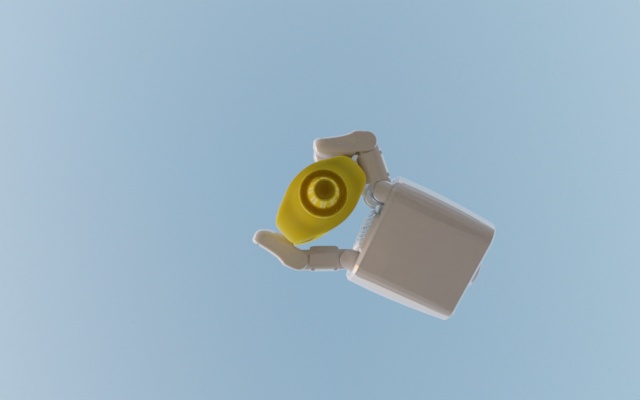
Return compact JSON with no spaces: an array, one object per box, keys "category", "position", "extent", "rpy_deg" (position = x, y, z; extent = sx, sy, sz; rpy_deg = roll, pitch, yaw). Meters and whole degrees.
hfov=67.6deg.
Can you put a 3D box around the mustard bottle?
[{"category":"mustard bottle","position":[0.000,0.001,0.465],"extent":[0.096,0.058,0.191],"rpy_deg":[-41,-2,-5]}]
